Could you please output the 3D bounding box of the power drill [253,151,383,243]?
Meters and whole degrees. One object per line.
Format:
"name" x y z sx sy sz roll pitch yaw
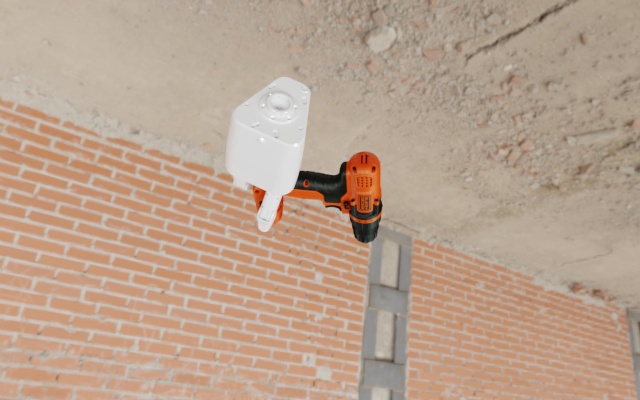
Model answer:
"power drill" 0.000 0.002 0.724 0.187 0.057 0.185 -1 -43 5
